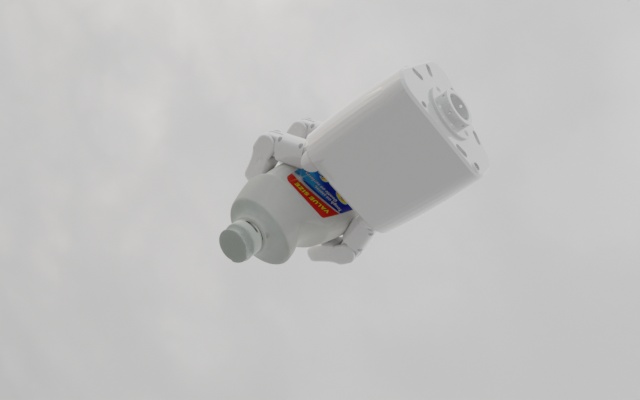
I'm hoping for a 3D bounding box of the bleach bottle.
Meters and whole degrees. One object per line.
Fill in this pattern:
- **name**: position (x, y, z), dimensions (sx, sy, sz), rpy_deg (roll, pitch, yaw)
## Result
- **bleach bottle**: position (0.000, 0.001, 0.471), dimensions (0.068, 0.102, 0.250), rpy_deg (-32, 1, 37)
